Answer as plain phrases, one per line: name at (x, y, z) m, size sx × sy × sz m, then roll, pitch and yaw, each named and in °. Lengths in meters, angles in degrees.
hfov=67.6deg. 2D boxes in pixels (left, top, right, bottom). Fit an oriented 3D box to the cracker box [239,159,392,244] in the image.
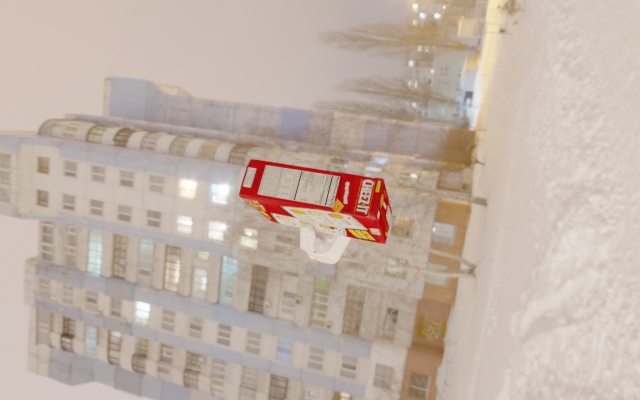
cracker box at (0.000, 0.003, 0.770) m, size 0.213 × 0.072 × 0.164 m, roll 9°, pitch -15°, yaw 15°
